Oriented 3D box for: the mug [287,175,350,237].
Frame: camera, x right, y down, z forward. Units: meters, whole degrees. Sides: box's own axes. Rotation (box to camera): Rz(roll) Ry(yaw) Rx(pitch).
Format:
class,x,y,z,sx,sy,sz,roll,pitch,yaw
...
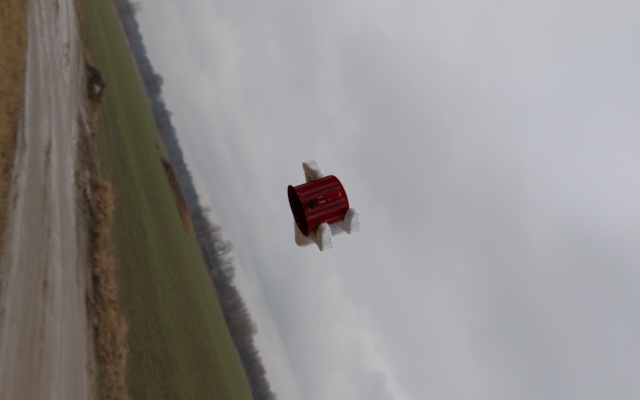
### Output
class,x,y,z,sx,sy,sz,roll,pitch,yaw
mug,0.001,0.002,0.807,0.081,0.093,0.117,-19,-7,-16
